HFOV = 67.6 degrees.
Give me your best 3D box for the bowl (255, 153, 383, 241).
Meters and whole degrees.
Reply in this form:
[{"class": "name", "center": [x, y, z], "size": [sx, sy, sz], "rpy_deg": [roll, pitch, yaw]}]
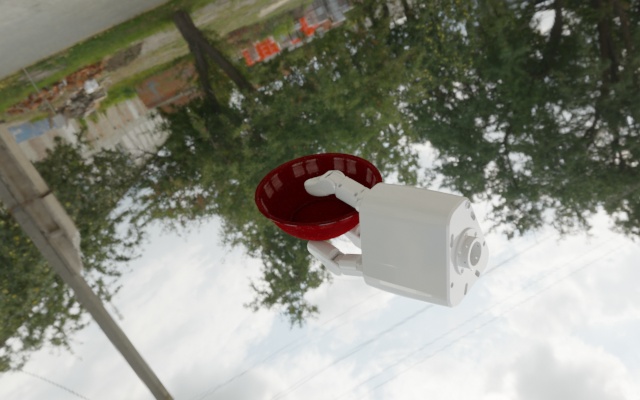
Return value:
[{"class": "bowl", "center": [-0.001, 0.002, 0.613], "size": [0.162, 0.055, 0.162], "rpy_deg": [-6, 35, 5]}]
